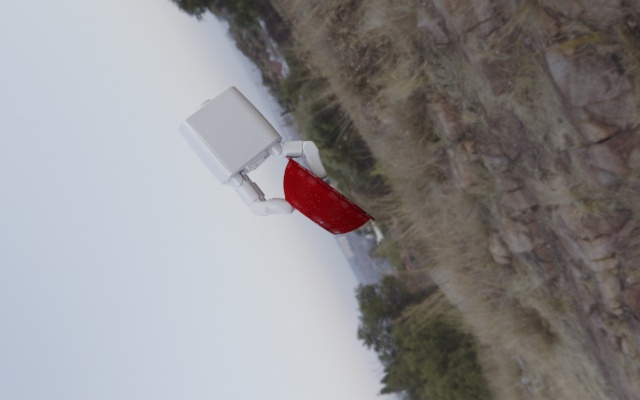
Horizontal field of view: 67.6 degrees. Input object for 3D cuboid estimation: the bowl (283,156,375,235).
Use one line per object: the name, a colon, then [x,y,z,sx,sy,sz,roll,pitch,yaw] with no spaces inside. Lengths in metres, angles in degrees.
bowl: [0.001,0.003,0.703,0.162,0.055,0.162,35,1,-1]
